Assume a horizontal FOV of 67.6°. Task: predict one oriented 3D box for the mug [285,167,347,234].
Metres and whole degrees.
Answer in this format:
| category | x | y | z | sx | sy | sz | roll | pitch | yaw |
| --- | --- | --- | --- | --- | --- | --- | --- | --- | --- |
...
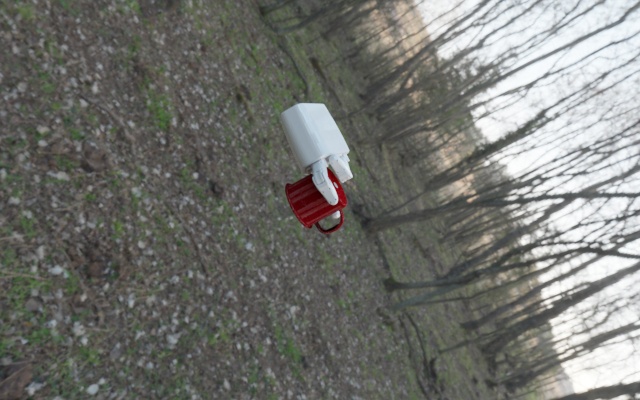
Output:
| category | x | y | z | sx | sy | sz | roll | pitch | yaw |
| --- | --- | --- | --- | --- | --- | --- | --- | --- | --- |
| mug | 0.001 | 0.004 | 0.859 | 0.081 | 0.117 | 0.093 | -28 | -3 | 14 |
